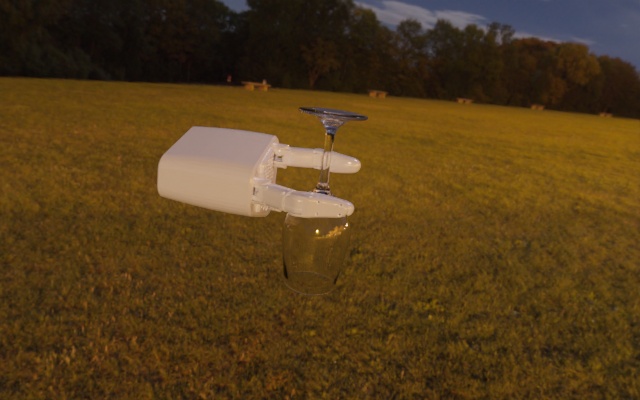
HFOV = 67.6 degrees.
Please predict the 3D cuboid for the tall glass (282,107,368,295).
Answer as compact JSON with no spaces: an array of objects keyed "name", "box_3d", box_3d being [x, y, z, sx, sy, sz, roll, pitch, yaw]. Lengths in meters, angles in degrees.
[{"name":"tall glass","box_3d":[0.000,0.001,0.532,0.079,0.201,0.079,7,16,-2]}]
